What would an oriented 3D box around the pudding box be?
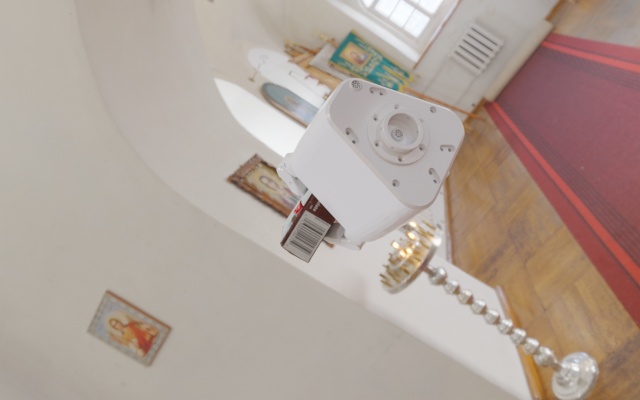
[{"bbox_3d":[0.000,0.002,0.518,0.039,0.113,0.090,33,7,-6],"label":"pudding box"}]
